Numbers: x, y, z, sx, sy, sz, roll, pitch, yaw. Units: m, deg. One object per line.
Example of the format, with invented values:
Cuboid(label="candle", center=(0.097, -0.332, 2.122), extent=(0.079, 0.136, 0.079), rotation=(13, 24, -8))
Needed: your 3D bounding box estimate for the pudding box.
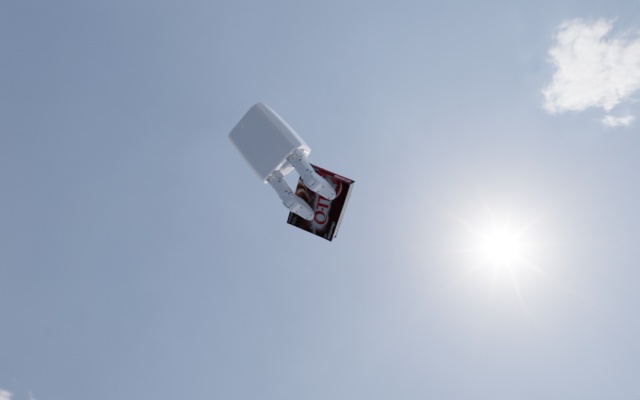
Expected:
Cuboid(label="pudding box", center=(0.000, 0.003, 0.833), extent=(0.090, 0.113, 0.039), rotation=(22, 20, 16))
